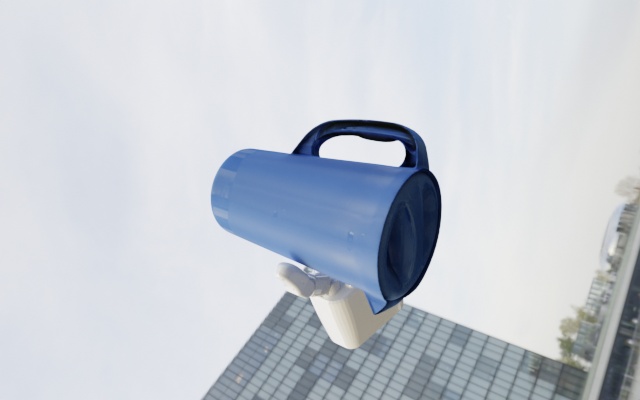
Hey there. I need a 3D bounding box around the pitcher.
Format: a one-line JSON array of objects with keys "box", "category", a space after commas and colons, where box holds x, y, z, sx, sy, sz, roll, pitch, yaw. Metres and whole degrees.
[{"box": [0.000, 0.002, 0.520, 0.243, 0.145, 0.149, 15, 51, 34], "category": "pitcher"}]
